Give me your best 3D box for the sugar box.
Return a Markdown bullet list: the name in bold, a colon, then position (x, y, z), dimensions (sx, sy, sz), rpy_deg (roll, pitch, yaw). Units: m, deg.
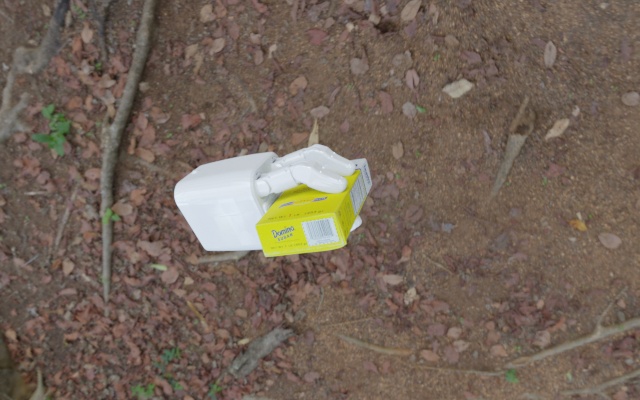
- **sugar box**: position (0.000, 0.001, 0.564), dimensions (0.093, 0.048, 0.176), rpy_deg (-8, 23, 19)
